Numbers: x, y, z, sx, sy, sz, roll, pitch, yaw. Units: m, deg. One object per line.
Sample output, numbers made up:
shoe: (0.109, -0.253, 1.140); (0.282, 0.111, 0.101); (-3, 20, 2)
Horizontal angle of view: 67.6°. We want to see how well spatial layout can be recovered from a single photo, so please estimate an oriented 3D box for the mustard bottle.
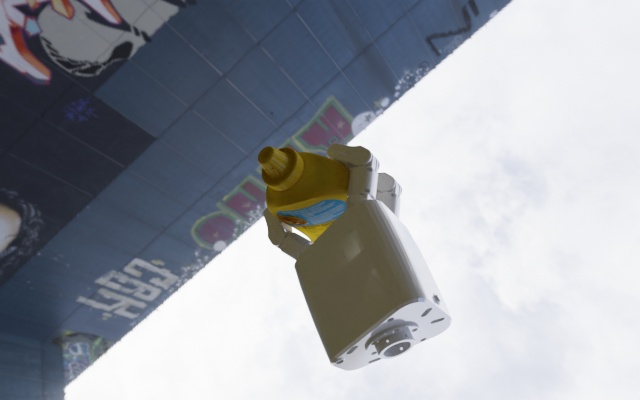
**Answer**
mustard bottle: (0.000, 0.001, 0.494); (0.096, 0.058, 0.192); (-13, -32, 29)
